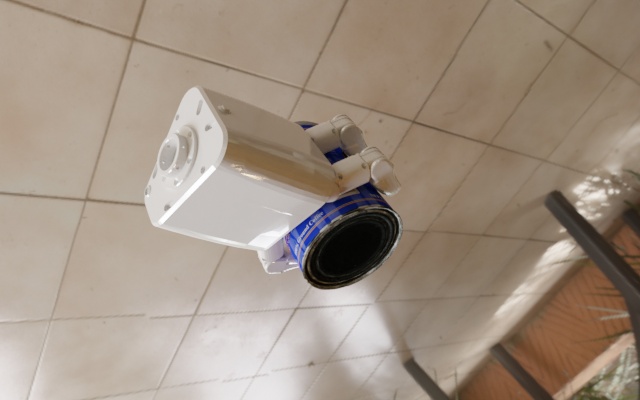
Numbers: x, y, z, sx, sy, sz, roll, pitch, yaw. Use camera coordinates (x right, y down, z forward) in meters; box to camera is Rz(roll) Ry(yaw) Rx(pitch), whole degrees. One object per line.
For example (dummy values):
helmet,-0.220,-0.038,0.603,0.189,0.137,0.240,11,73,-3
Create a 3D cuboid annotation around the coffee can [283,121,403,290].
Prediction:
coffee can,0.000,0.002,0.472,0.103,0.103,0.140,0,39,-34
